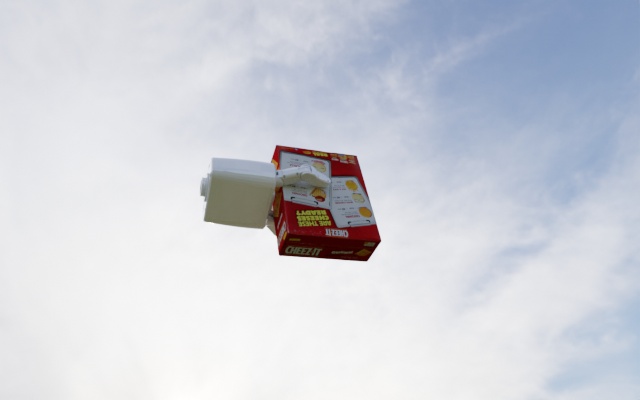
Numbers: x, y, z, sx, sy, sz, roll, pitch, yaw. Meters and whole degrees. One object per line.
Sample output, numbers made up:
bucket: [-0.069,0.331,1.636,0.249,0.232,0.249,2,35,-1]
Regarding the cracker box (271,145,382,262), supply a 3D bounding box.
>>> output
cracker box: [0.000,0.003,0.850,0.164,0.213,0.072,6,-44,-18]
